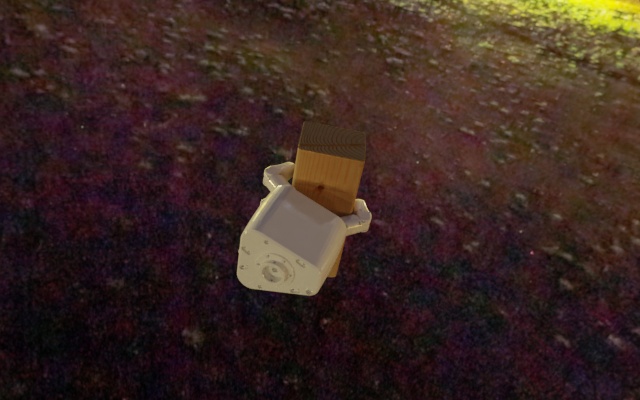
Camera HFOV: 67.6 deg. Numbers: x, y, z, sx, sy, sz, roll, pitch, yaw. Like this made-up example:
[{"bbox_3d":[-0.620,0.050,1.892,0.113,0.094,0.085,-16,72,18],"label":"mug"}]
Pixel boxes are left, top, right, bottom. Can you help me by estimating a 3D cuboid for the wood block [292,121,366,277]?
[{"bbox_3d":[0.000,0.002,0.702,0.091,0.206,0.090,11,34,-2],"label":"wood block"}]
